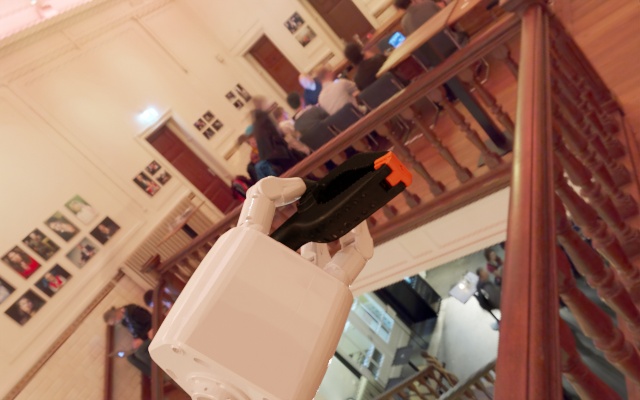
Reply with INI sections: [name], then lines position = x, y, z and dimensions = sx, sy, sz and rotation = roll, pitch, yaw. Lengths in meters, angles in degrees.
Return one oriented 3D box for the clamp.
[clamp]
position = 0.000, 0.001, 0.443
dimensions = 0.210, 0.036, 0.164
rotation = -31, 23, 40
